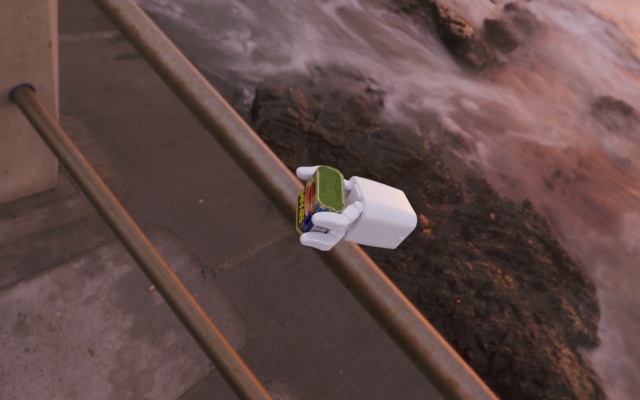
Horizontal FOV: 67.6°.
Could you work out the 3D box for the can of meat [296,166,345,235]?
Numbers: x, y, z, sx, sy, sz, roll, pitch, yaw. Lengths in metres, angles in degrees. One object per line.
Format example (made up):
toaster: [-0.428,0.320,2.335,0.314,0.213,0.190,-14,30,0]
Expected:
can of meat: [0.000,0.002,0.818,0.057,0.102,0.084,16,-44,-19]
